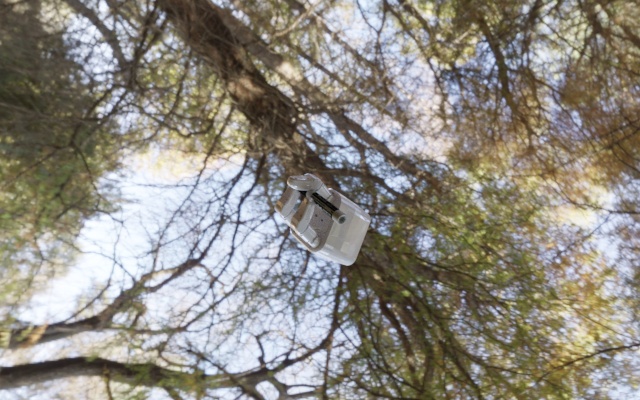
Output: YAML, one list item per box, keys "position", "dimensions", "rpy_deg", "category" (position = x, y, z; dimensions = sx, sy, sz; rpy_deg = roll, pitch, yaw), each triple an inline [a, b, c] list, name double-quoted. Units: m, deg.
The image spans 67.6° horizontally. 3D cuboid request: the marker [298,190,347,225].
- position: [0.000, 0.002, 0.774]
  dimensions: [0.020, 0.020, 0.121]
  rpy_deg: [0, 26, -39]
  category: "marker"
